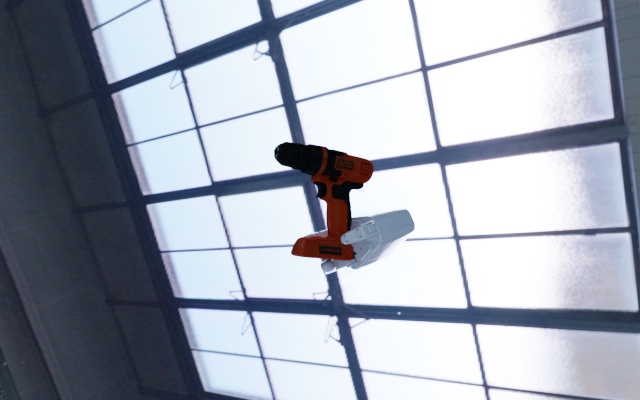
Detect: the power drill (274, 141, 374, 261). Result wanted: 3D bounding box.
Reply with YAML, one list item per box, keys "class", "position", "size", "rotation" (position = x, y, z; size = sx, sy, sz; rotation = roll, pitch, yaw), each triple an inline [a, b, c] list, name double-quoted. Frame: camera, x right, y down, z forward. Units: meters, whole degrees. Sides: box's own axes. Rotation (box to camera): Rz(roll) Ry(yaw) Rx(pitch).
- class: "power drill"
  position: [0.000, 0.003, 0.795]
  size: [0.184, 0.187, 0.057]
  rotation: [9, -5, -27]
